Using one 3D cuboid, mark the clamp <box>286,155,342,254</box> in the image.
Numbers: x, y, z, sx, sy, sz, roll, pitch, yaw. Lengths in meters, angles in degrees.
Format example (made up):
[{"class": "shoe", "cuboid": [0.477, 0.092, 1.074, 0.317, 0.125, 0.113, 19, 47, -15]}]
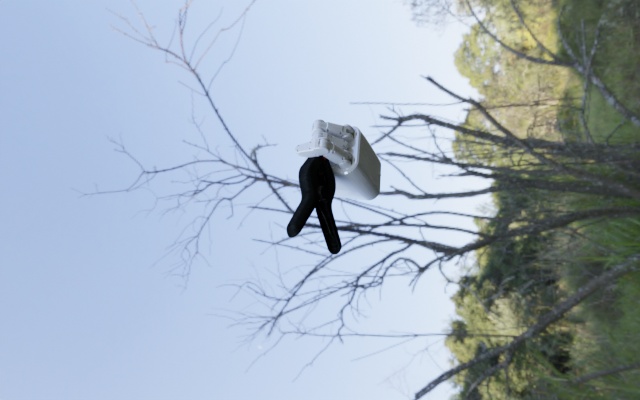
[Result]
[{"class": "clamp", "cuboid": [0.000, 0.002, 0.772, 0.039, 0.171, 0.120, -8, -33, 32]}]
